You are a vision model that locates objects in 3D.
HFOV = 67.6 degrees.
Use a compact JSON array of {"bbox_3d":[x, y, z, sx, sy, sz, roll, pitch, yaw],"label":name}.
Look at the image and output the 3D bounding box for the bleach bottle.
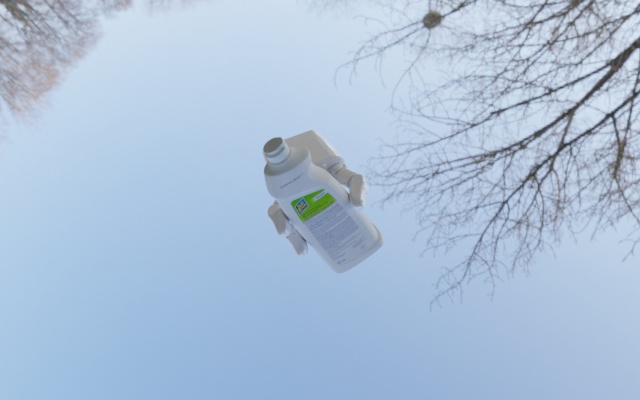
[{"bbox_3d":[0.000,0.002,0.688,0.102,0.251,0.068,-36,41,-1],"label":"bleach bottle"}]
